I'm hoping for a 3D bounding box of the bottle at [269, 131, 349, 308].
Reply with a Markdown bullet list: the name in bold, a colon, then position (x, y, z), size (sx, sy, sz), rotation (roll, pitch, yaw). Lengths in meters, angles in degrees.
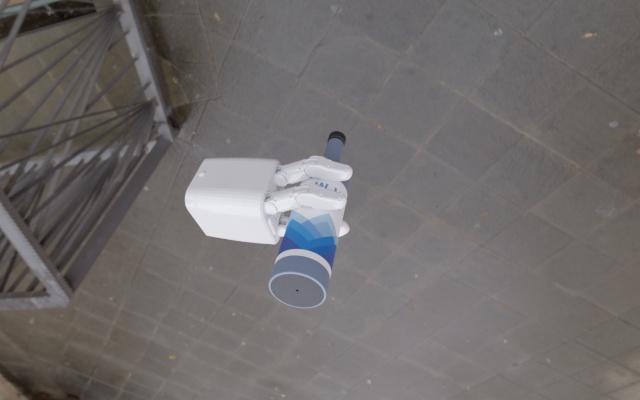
- **bottle**: position (0.000, 0.002, 0.639), size (0.069, 0.069, 0.295), rotation (0, 43, 14)
